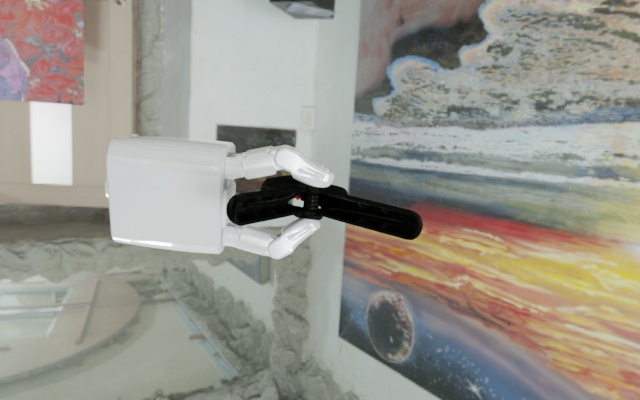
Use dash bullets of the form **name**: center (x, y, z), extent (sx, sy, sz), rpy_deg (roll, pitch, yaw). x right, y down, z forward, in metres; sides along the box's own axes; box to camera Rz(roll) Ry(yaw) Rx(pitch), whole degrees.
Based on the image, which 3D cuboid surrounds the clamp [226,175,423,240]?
- **clamp**: center (0.000, 0.002, 0.476), extent (0.164, 0.036, 0.210), rpy_deg (8, 8, -5)
